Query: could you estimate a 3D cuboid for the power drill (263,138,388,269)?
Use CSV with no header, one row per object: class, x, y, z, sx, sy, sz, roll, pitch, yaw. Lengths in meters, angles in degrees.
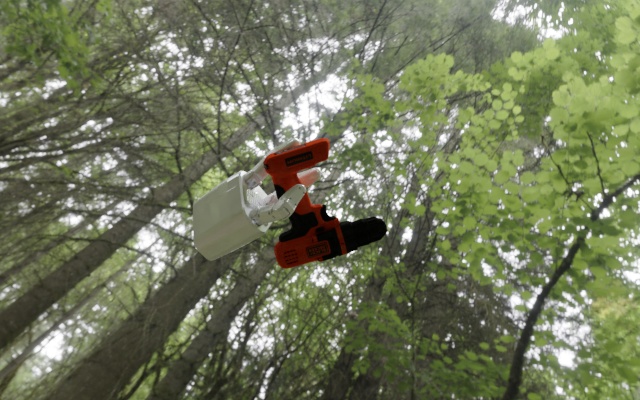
power drill,0.000,0.002,0.747,0.184,0.188,0.057,-17,12,-5
